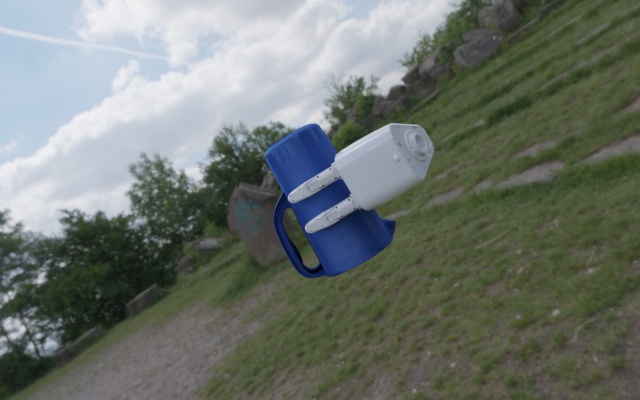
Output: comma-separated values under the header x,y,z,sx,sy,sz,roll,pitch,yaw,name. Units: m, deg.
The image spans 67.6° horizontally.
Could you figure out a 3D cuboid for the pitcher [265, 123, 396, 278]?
x,y,z,sx,sy,sz,roll,pitch,yaw,name
0.000,0.003,0.809,0.145,0.243,0.149,-29,3,41,pitcher
